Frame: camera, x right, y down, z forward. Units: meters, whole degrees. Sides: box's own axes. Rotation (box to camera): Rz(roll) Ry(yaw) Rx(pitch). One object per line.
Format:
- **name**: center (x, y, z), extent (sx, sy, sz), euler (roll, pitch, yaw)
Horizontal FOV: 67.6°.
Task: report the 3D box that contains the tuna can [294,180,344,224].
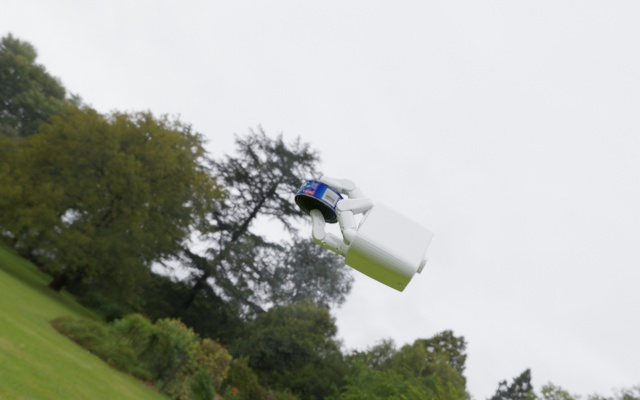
- **tuna can**: center (0.000, 0.002, 0.814), extent (0.086, 0.033, 0.086), euler (25, -22, 11)
